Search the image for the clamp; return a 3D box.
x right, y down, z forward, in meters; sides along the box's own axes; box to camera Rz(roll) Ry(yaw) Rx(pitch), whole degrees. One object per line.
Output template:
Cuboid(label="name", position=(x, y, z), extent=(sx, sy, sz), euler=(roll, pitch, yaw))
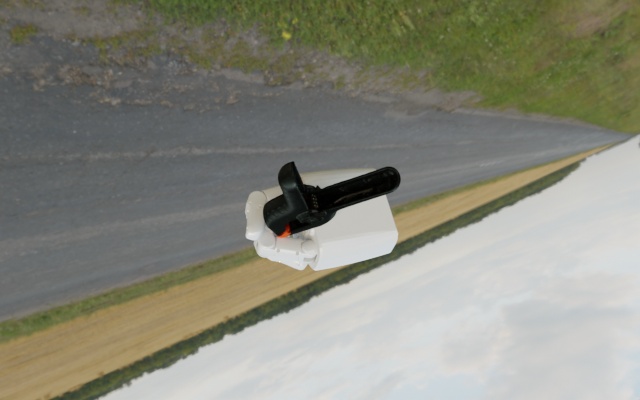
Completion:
Cuboid(label="clamp", position=(0.000, 0.002, 0.485), extent=(0.120, 0.039, 0.171), euler=(4, -18, -18))
